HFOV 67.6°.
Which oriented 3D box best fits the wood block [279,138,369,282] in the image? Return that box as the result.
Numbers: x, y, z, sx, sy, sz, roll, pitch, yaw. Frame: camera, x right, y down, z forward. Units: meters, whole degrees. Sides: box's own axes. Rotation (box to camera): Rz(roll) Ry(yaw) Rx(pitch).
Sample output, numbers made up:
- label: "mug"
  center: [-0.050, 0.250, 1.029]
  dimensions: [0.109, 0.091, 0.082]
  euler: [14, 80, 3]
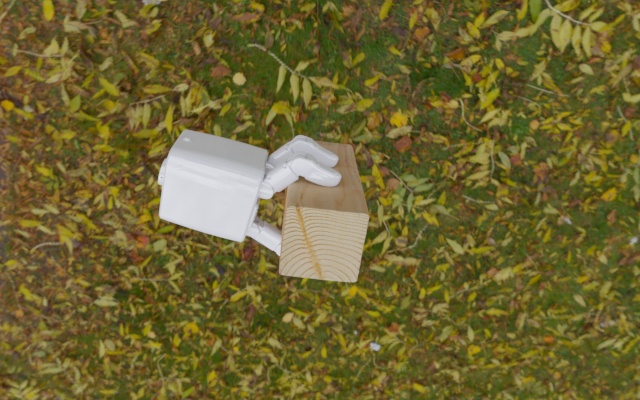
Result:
- label: "wood block"
  center: [0.000, 0.002, 0.603]
  dimensions: [0.090, 0.091, 0.206]
  euler: [6, 27, -5]
